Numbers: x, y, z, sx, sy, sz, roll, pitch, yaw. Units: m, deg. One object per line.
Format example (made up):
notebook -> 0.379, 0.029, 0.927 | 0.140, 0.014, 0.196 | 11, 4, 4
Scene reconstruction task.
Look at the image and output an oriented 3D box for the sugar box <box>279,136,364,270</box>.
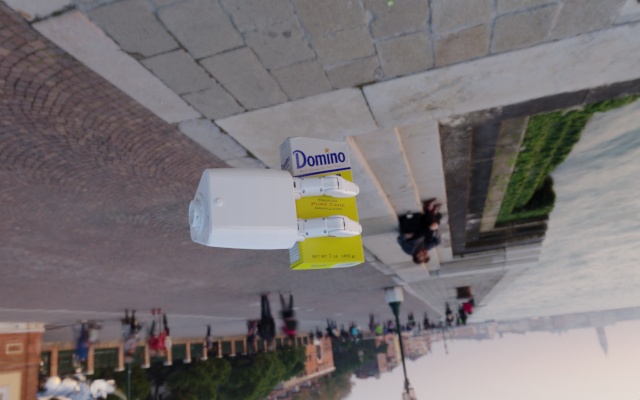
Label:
sugar box -> 0.000, 0.002, 0.645 | 0.093, 0.176, 0.048 | 2, -18, -27
